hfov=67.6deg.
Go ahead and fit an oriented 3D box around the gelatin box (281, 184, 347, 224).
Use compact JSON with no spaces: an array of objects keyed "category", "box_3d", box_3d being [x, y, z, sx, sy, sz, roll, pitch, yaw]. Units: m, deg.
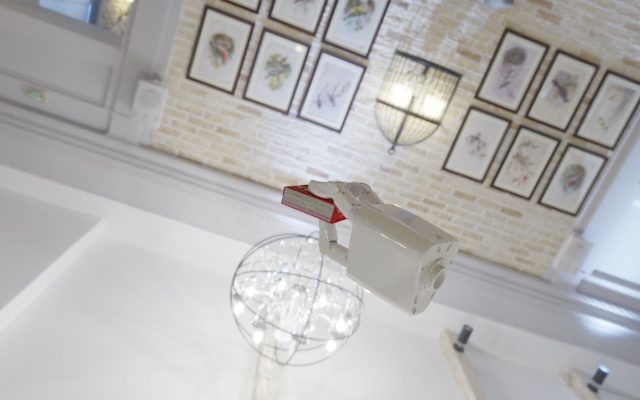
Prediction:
[{"category":"gelatin box","box_3d":[0.000,0.003,0.687,0.089,0.030,0.073,20,14,26]}]
